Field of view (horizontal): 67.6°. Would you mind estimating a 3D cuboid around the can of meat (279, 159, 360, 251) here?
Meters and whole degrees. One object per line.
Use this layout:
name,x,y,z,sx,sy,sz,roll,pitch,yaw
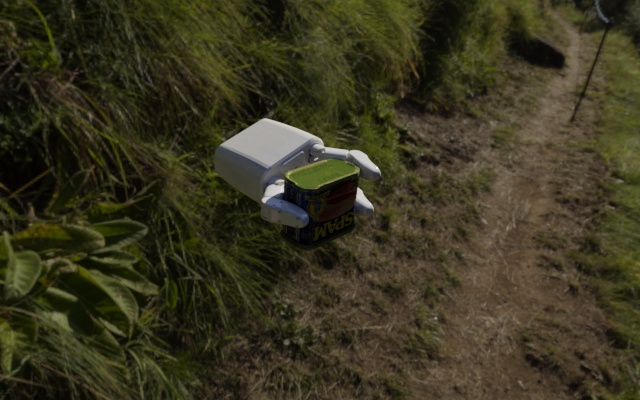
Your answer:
can of meat,0.000,0.002,0.588,0.102,0.084,0.057,-22,38,-39
